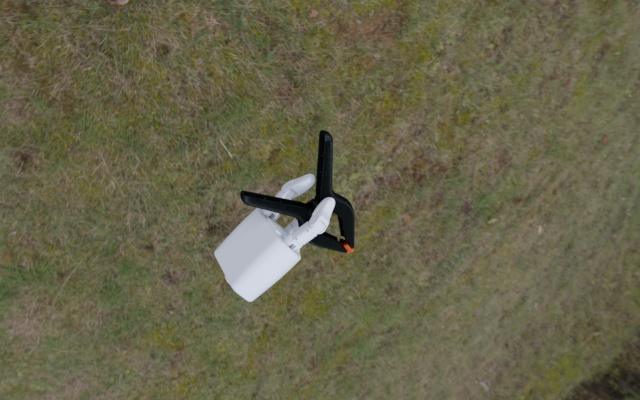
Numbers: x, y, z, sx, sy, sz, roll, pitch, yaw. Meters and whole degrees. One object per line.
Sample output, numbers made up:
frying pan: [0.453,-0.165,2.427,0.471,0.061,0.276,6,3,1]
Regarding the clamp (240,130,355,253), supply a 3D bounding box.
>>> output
clamp: [0.001,0.003,0.756,0.210,0.164,0.036,45,4,-30]
